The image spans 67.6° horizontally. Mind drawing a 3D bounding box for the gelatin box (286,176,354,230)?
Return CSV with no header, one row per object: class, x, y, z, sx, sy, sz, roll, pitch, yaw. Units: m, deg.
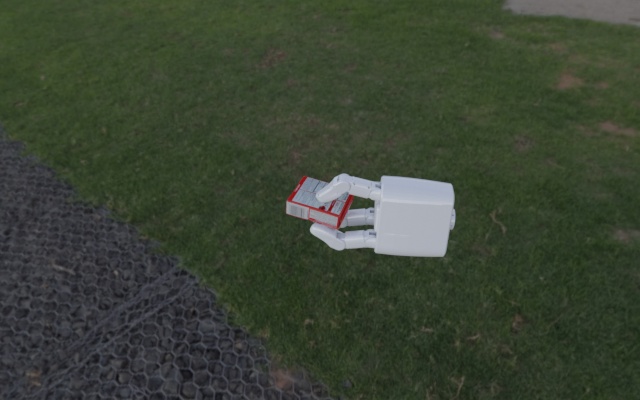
gelatin box,0.000,0.002,0.746,0.089,0.030,0.073,17,40,12
